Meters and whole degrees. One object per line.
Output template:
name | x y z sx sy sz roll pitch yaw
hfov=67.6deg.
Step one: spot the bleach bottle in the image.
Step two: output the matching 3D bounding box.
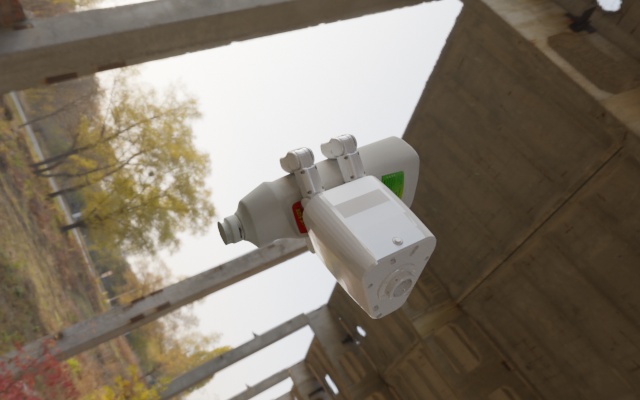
bleach bottle | 0.000 0.002 0.572 0.251 0.103 0.068 -21 47 -25
